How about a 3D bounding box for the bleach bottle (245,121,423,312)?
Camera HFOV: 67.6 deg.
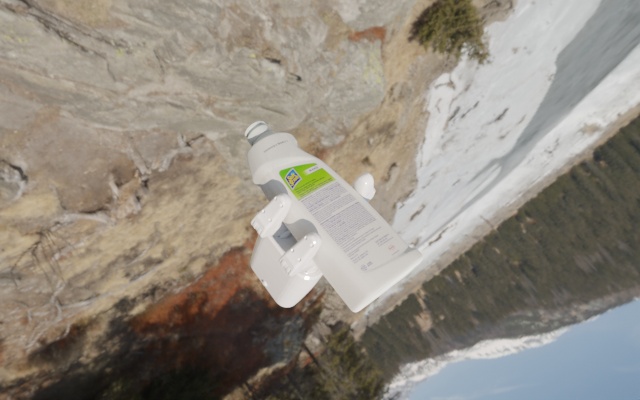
[{"bbox_3d":[0.000,0.002,0.562,0.102,0.250,0.068,-28,-19,-34],"label":"bleach bottle"}]
